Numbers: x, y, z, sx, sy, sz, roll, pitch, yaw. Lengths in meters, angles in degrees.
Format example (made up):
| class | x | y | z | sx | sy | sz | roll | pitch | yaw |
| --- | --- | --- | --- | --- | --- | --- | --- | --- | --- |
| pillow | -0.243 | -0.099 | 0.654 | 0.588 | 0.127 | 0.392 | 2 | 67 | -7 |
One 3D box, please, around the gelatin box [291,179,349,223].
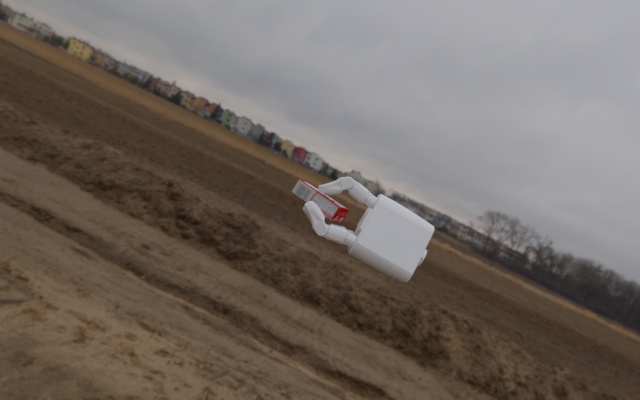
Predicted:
| class | x | y | z | sx | sy | sz | roll | pitch | yaw |
| --- | --- | --- | --- | --- | --- | --- | --- | --- | --- |
| gelatin box | 0.000 | 0.002 | 0.816 | 0.089 | 0.030 | 0.073 | 35 | 4 | 14 |
